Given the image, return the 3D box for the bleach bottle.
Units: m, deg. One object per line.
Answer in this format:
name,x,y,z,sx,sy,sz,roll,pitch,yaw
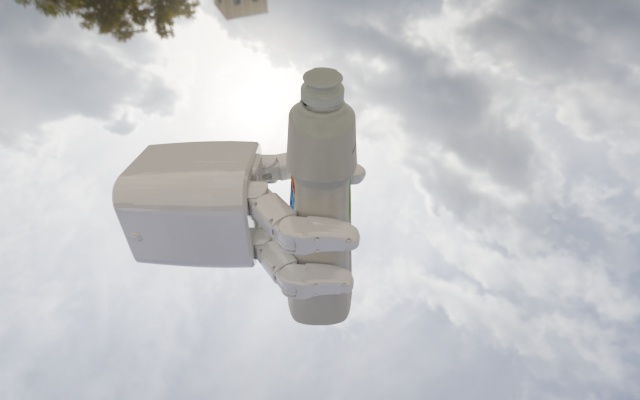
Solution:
bleach bottle,0.000,0.001,0.417,0.068,0.251,0.102,-1,43,-1
